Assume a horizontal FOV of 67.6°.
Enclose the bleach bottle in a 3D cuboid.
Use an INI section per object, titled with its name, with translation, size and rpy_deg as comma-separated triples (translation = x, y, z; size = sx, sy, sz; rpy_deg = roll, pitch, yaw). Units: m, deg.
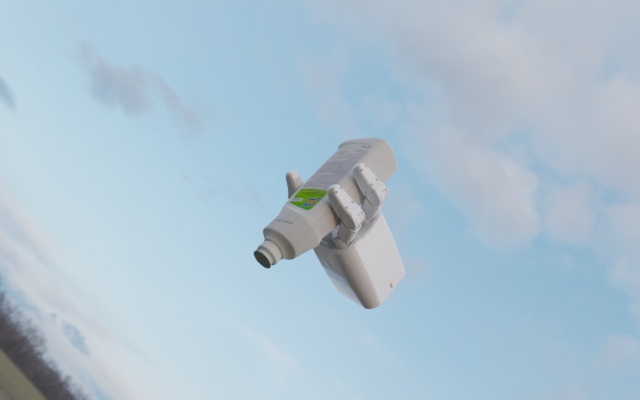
[bleach bottle]
translation = 0.000, 0.002, 0.652
size = 0.102, 0.068, 0.250
rpy_deg = 0, 34, 47
